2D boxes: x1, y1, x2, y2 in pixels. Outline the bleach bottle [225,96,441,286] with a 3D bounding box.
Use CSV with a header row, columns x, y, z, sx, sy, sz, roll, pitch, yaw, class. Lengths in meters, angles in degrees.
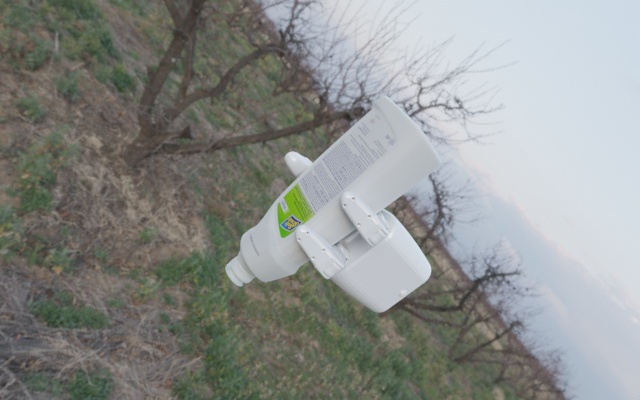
x,y,z,sx,sy,sz,roll,pitch,yaw,class
0.000,0.002,0.514,0.068,0.251,0.102,46,10,-38,bleach bottle
